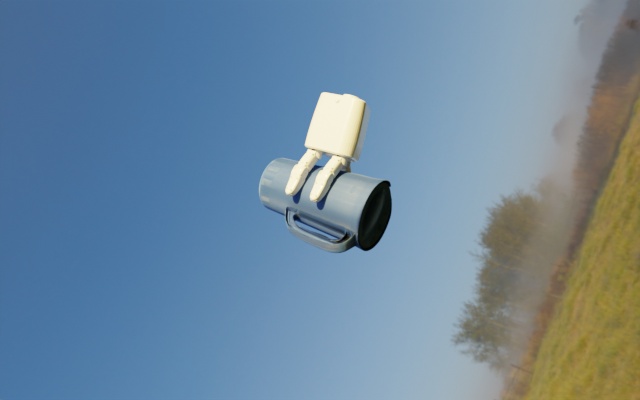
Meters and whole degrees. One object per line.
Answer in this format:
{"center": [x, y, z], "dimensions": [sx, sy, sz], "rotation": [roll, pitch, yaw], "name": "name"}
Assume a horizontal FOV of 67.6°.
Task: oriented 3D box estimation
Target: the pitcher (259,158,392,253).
{"center": [0.000, 0.003, 0.899], "dimensions": [0.243, 0.145, 0.149], "rotation": [18, 5, 29], "name": "pitcher"}
